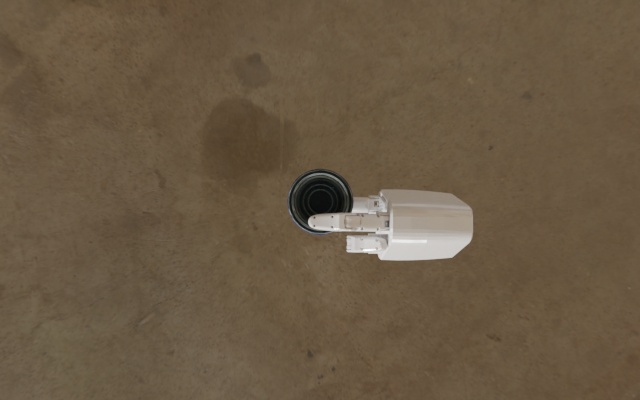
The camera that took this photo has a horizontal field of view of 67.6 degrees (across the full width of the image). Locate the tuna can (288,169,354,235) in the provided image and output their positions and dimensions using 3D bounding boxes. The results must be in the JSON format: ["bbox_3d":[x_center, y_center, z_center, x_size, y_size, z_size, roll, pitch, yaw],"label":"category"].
[{"bbox_3d":[0.000,0.002,0.620,0.086,0.086,0.034,0,-1,1],"label":"tuna can"}]
